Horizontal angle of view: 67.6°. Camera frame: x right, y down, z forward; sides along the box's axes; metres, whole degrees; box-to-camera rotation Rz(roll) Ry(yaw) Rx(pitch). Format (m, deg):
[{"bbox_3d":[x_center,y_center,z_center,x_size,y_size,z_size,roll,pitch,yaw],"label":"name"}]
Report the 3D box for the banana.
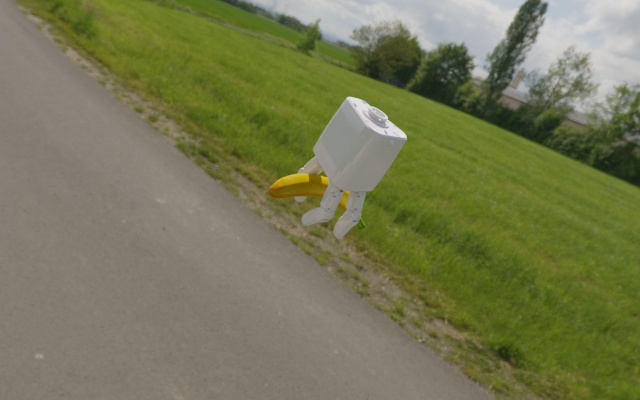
[{"bbox_3d":[0.001,-0.011,0.797,0.198,0.069,0.037,20,-46,-32],"label":"banana"}]
